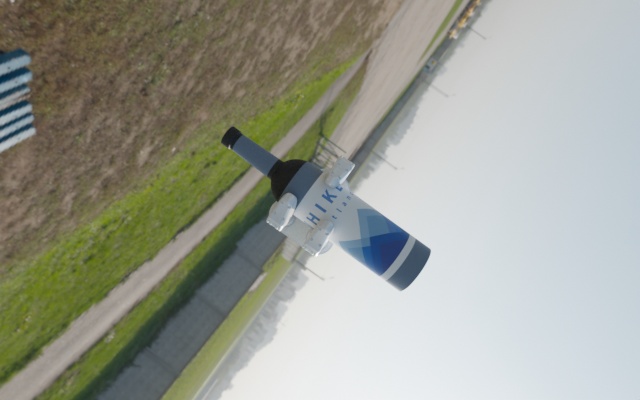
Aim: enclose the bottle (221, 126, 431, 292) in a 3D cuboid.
[{"bbox_3d":[0.000,0.002,0.606,0.295,0.069,0.069,36,1,2],"label":"bottle"}]
